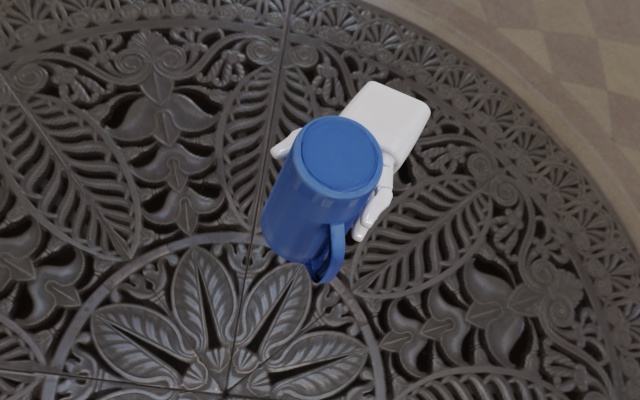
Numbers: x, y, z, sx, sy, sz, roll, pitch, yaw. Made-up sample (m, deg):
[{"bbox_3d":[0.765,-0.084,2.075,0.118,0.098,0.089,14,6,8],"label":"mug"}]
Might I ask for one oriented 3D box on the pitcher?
[{"bbox_3d":[0.000,0.002,0.641,0.149,0.145,0.243,35,-25,3],"label":"pitcher"}]
